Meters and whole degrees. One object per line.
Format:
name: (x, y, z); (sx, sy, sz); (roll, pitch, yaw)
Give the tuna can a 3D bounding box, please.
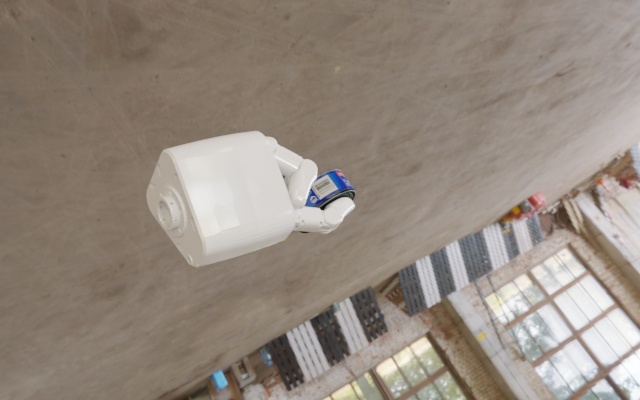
tuna can: (0.000, 0.002, 0.578); (0.086, 0.033, 0.086); (-33, -17, -12)
